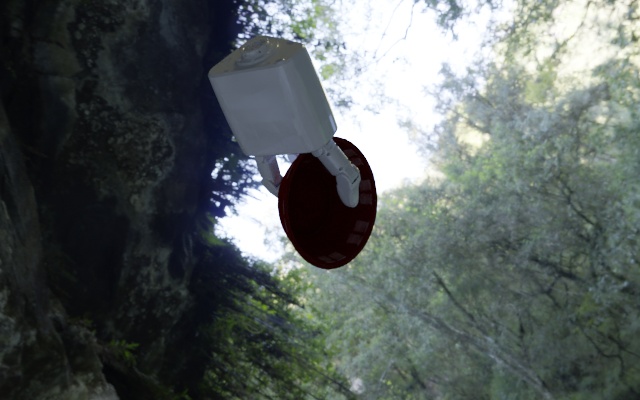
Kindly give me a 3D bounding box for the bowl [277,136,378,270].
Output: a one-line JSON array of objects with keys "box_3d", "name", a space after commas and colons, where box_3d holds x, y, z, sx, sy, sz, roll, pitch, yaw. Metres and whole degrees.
[{"box_3d": [0.000, 0.003, 0.597, 0.162, 0.162, 0.055, 0, 2, -44], "name": "bowl"}]
